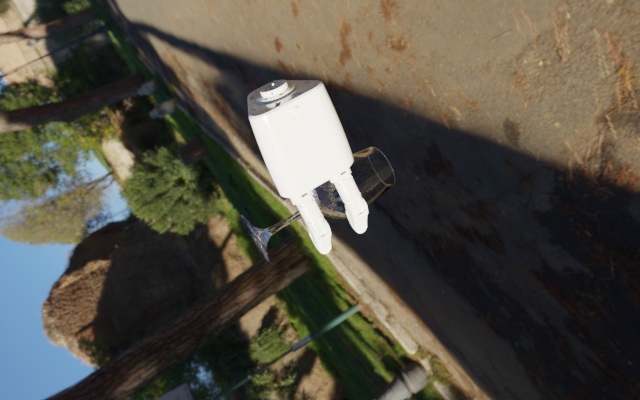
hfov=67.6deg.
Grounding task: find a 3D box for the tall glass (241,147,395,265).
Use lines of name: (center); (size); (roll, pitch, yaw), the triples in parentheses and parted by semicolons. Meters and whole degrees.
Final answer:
tall glass: (0.000, 0.003, 0.631); (0.201, 0.079, 0.079); (-30, 7, -12)
